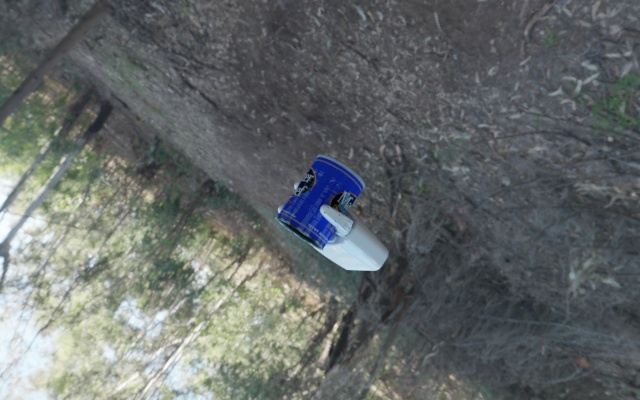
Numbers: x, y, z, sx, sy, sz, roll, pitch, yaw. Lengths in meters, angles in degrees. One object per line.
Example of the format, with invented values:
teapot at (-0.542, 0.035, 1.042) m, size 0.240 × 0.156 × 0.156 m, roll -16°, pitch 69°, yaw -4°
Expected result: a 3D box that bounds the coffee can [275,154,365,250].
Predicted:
coffee can at (0.000, 0.003, 0.854) m, size 0.103 × 0.140 × 0.103 m, roll 33°, pitch -11°, yaw 7°
